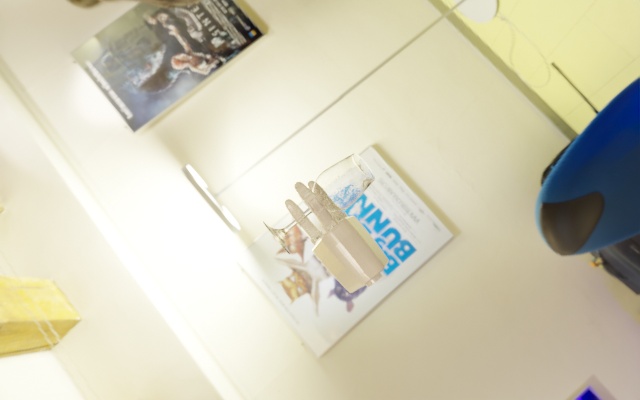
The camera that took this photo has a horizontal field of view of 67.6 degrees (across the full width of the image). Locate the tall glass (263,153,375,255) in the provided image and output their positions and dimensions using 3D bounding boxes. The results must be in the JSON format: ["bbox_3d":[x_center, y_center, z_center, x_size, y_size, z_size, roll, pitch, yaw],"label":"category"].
[{"bbox_3d":[-0.001,0.003,0.834,0.201,0.079,0.079,-39,5,-6],"label":"tall glass"}]
